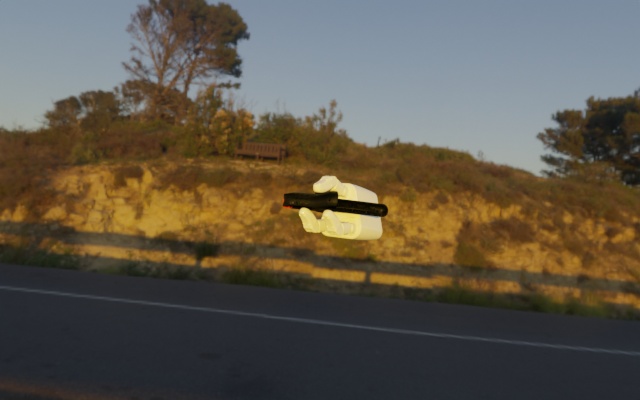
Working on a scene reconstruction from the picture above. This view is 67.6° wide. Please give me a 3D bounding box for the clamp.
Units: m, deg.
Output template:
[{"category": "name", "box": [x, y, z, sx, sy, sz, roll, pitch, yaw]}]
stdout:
[{"category": "clamp", "box": [0.000, 0.002, 0.899, 0.210, 0.036, 0.164, 4, -8, 34]}]
